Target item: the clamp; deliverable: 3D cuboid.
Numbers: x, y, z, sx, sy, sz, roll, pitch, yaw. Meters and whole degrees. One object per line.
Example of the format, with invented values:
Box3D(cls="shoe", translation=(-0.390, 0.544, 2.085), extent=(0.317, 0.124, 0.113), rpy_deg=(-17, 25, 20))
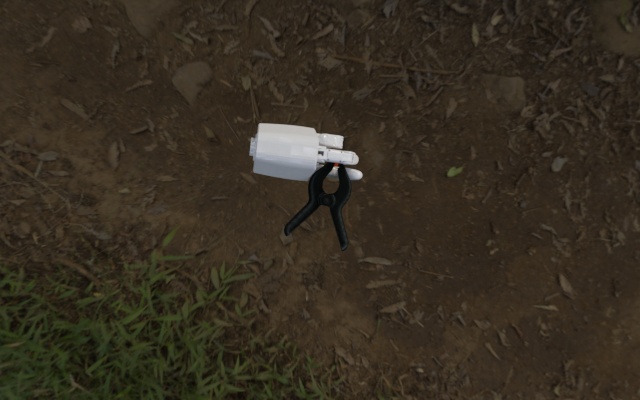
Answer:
Box3D(cls="clamp", translation=(0.000, 0.003, 0.869), extent=(0.120, 0.171, 0.039), rpy_deg=(6, 3, -8))
